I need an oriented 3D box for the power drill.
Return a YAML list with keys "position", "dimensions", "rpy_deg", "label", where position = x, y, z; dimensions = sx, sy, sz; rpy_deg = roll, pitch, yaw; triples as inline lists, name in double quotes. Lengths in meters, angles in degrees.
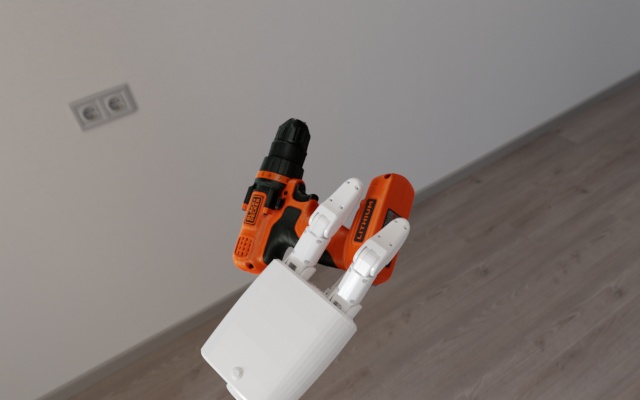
- position: [0.000, 0.002, 0.501]
  dimensions: [0.187, 0.184, 0.057]
  rpy_deg: [9, -11, 40]
  label: "power drill"
